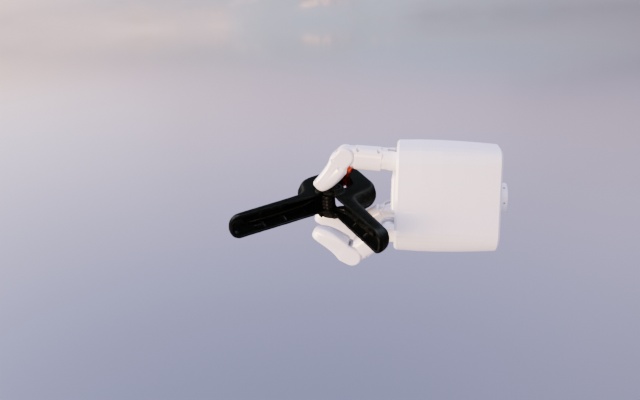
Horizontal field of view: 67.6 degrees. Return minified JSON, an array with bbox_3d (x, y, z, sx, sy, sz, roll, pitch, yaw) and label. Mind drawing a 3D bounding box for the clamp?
[{"bbox_3d":[0.000,0.001,0.549,0.164,0.036,0.210,3,21,10],"label":"clamp"}]
